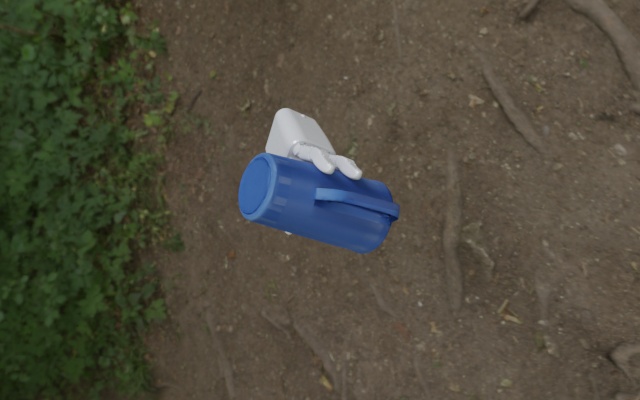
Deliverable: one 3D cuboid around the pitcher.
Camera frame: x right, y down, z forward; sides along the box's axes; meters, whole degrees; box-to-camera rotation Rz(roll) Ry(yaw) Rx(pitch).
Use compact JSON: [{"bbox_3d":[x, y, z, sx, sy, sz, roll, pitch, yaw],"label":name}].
[{"bbox_3d":[0.000,0.002,0.781,0.243,0.149,0.145,15,34,-35],"label":"pitcher"}]
